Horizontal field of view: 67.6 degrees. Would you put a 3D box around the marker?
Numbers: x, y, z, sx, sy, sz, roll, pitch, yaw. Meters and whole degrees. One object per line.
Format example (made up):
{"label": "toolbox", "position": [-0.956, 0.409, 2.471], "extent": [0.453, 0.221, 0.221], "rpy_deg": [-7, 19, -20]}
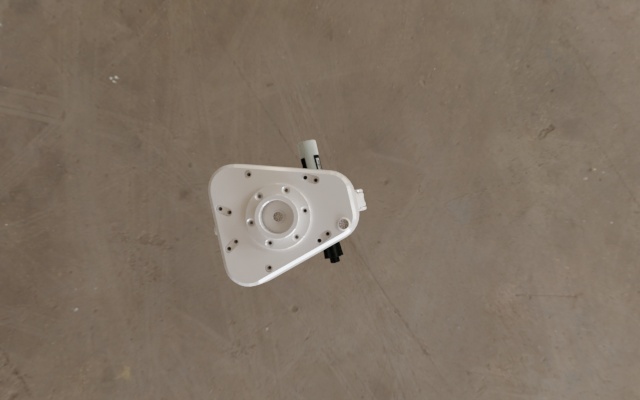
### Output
{"label": "marker", "position": [0.000, 0.002, 0.465], "extent": [0.020, 0.121, 0.020], "rpy_deg": [-14, -2, 0]}
